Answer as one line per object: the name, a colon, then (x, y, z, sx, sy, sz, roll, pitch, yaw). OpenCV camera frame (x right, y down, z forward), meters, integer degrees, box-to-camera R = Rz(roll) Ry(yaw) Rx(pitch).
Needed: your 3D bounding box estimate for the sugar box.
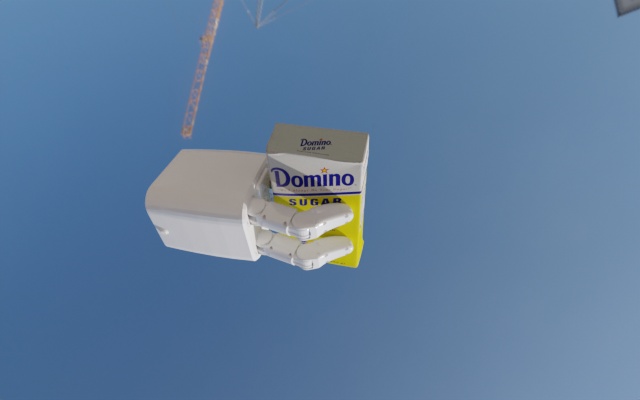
sugar box: (0.000, 0.002, 0.503, 0.093, 0.048, 0.176, 7, -37, 9)
